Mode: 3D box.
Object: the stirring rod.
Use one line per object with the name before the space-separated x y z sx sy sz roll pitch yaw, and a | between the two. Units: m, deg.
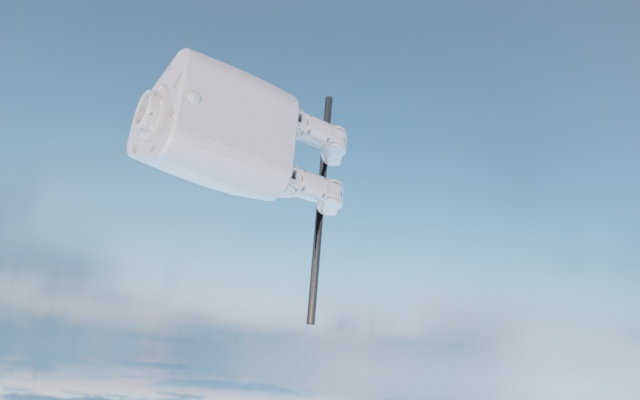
stirring rod | 0.000 0.001 0.482 0.011 0.239 0.011 4 -19 1
